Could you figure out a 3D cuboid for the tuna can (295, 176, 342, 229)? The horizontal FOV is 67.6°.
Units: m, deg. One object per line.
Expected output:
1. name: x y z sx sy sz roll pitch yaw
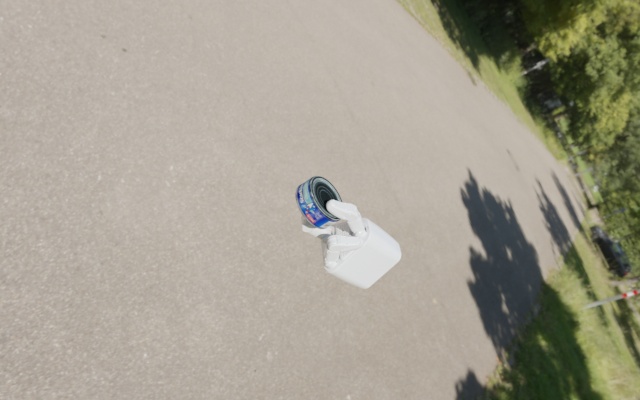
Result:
1. tuna can: 0.001 0.002 0.795 0.034 0.086 0.086 -32 -18 31
